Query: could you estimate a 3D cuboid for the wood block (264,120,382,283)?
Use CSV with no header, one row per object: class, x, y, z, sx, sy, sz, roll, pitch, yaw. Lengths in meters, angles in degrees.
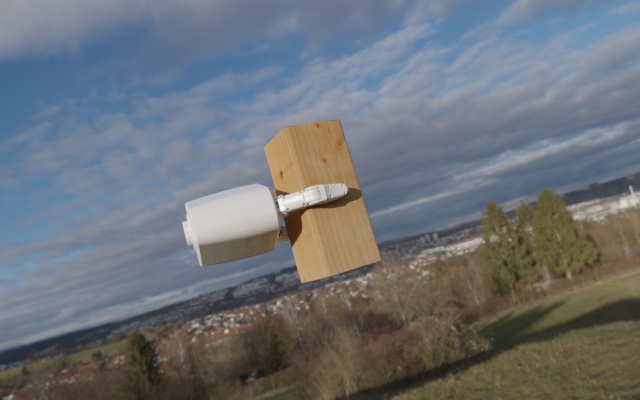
wood block,0.000,0.002,0.676,0.090,0.206,0.091,-12,-8,-28
